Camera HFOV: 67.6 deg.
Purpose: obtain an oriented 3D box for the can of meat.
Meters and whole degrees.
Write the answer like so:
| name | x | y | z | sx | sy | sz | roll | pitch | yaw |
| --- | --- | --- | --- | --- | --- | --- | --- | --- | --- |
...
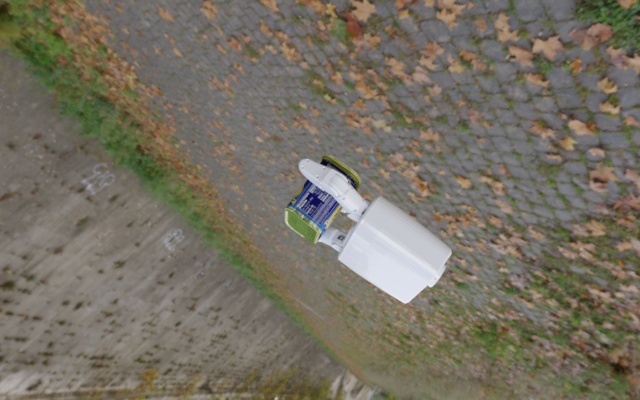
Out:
| name | x | y | z | sx | sy | sz | roll | pitch | yaw |
| --- | --- | --- | --- | --- | --- | --- | --- | --- | --- |
| can of meat | 0.000 | 0.002 | 0.596 | 0.057 | 0.084 | 0.102 | 36 | -14 | 6 |
